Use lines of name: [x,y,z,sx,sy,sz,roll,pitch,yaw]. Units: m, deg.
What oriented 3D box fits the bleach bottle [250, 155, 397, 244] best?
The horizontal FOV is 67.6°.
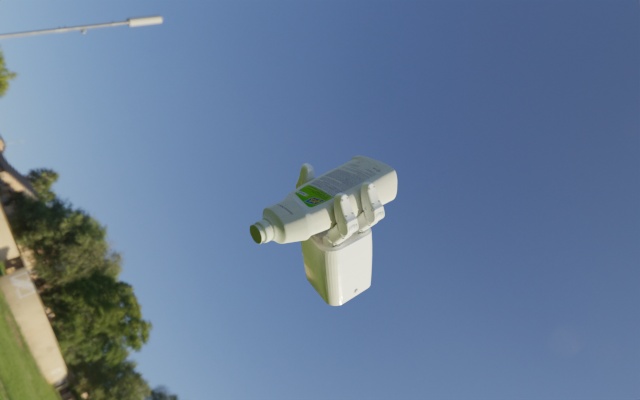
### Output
bleach bottle: [0.000,0.002,0.721,0.251,0.068,0.102,-24,32,-36]
